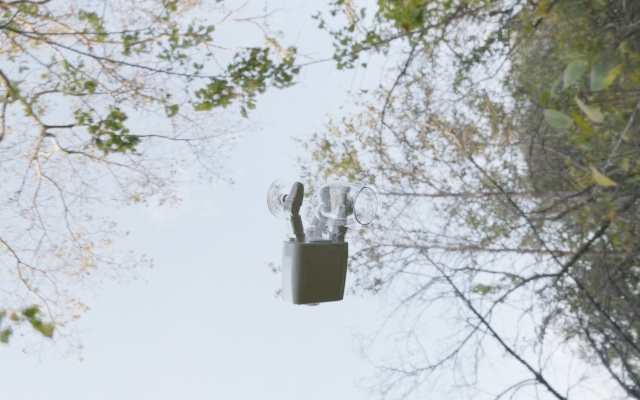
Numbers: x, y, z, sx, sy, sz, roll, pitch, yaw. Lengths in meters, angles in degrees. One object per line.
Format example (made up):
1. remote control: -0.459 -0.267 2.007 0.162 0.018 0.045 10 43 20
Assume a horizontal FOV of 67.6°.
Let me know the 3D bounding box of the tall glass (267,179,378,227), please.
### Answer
1. tall glass: 0.000 0.003 0.826 0.201 0.079 0.079 5 3 43
